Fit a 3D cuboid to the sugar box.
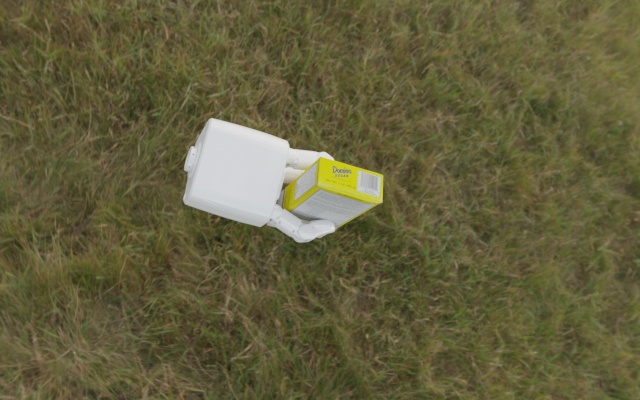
[{"bbox_3d":[0.000,0.002,0.652,0.093,0.048,0.176,16,-22,-23],"label":"sugar box"}]
